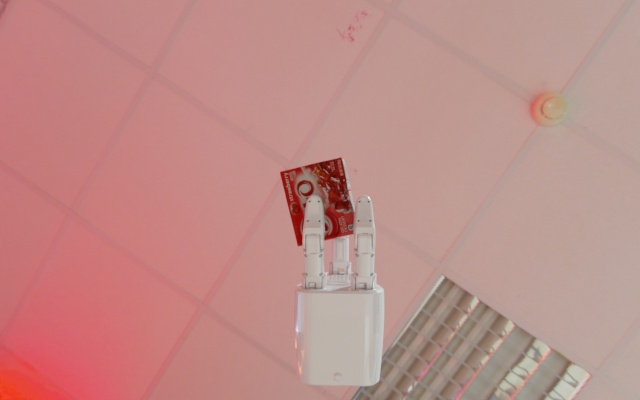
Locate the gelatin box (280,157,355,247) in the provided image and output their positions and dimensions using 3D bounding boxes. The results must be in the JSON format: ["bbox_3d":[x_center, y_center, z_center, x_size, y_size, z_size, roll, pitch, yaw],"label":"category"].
[{"bbox_3d":[0.000,0.001,0.547,0.073,0.089,0.030,-13,0,8],"label":"gelatin box"}]
